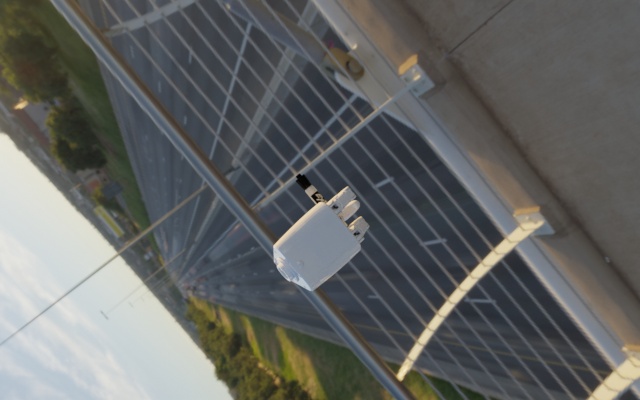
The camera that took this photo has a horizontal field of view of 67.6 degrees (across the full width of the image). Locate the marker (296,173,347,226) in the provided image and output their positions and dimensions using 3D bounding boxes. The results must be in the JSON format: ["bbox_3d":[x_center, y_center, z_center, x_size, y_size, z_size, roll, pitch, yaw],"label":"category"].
[{"bbox_3d":[0.000,0.003,0.811,0.020,0.121,0.020,-40,3,2],"label":"marker"}]
